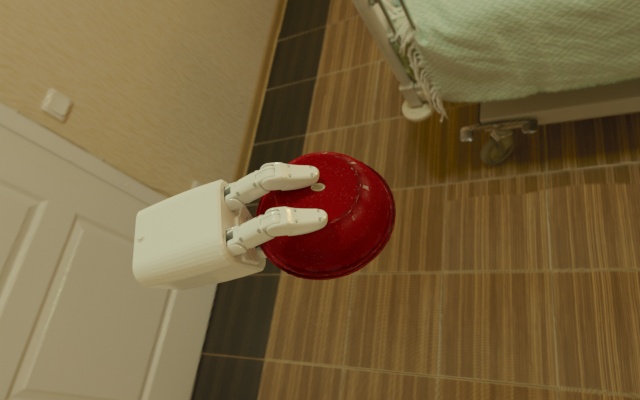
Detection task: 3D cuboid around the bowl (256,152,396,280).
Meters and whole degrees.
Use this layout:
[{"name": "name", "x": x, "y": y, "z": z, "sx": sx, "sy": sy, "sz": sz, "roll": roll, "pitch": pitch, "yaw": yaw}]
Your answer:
[{"name": "bowl", "x": 0.001, "y": 0.001, "z": 0.519, "sx": 0.162, "sy": 0.162, "sz": 0.055, "roll": 0, "pitch": -32, "yaw": 10}]
